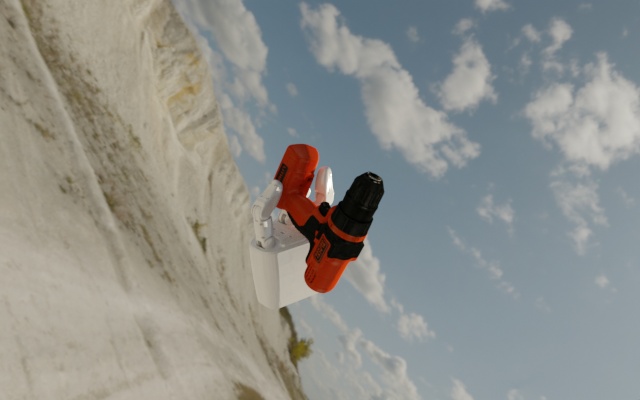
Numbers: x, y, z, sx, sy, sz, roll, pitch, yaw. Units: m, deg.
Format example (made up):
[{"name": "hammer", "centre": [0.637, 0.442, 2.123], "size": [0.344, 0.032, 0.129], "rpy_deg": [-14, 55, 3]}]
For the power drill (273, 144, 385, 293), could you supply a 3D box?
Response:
[{"name": "power drill", "centre": [0.000, 0.002, 0.649], "size": [0.057, 0.184, 0.187], "rpy_deg": [6, 34, -34]}]
